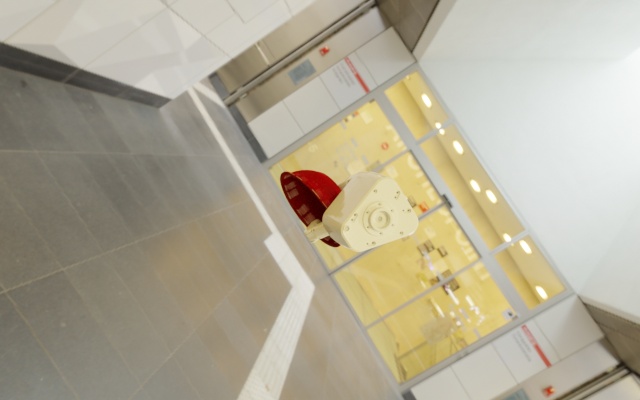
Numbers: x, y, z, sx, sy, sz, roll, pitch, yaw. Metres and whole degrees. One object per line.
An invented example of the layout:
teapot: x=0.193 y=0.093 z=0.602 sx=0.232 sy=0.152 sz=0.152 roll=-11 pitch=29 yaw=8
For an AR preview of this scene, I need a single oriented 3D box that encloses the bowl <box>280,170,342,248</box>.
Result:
bowl: x=0.000 y=0.002 z=0.836 sx=0.055 sy=0.162 sz=0.162 roll=-38 pitch=15 yaw=-20
